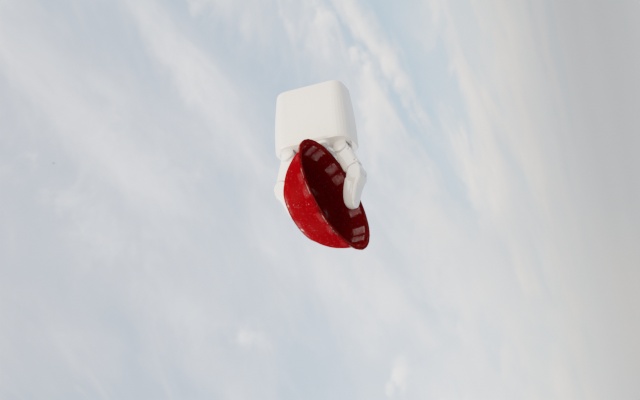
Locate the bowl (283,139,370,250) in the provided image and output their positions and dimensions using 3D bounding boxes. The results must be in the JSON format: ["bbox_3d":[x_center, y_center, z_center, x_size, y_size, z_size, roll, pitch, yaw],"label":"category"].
[{"bbox_3d":[0.000,0.003,0.626,0.055,0.162,0.162,-29,-12,21],"label":"bowl"}]
